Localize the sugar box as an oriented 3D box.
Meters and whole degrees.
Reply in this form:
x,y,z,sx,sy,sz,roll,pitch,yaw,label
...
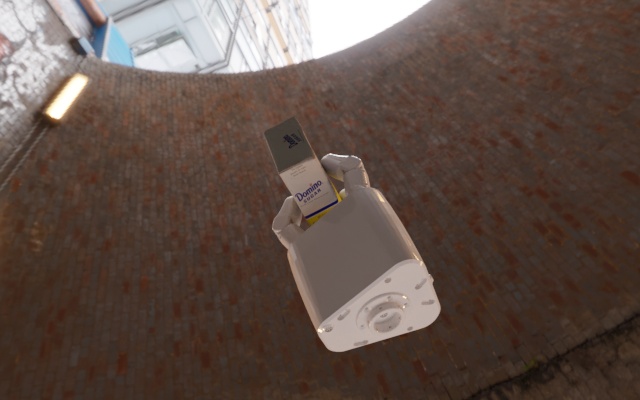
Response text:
x,y,z,sx,sy,sz,roll,pitch,yaw,label
0.001,0.002,0.535,0.048,0.176,0.093,-26,38,1,sugar box
